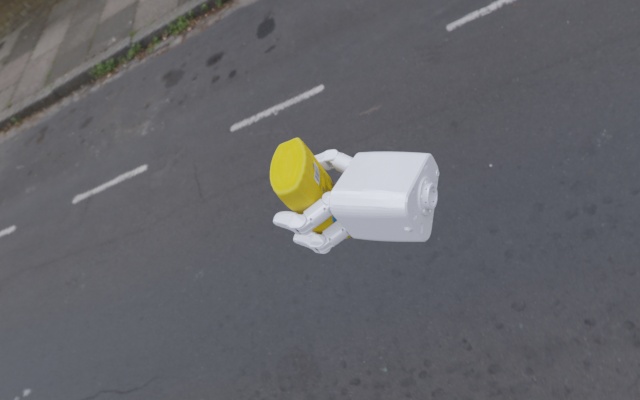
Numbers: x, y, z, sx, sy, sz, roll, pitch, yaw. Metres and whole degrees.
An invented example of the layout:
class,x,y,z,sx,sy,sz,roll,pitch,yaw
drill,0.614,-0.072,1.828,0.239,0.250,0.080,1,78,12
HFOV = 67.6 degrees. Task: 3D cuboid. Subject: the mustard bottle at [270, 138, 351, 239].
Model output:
class,x,y,z,sx,sy,sz,roll,pitch,yaw
mustard bottle,0.000,0.002,0.693,0.058,0.096,0.192,-20,-41,20
